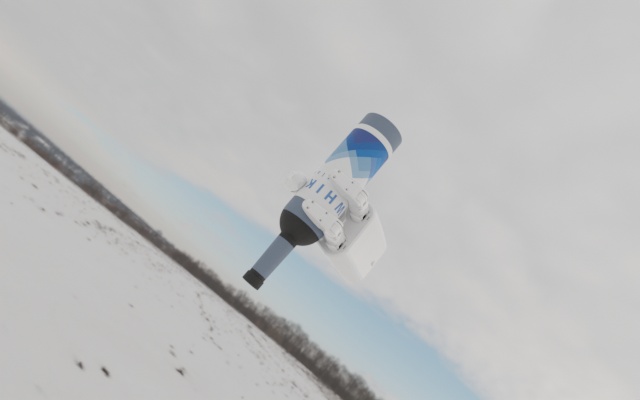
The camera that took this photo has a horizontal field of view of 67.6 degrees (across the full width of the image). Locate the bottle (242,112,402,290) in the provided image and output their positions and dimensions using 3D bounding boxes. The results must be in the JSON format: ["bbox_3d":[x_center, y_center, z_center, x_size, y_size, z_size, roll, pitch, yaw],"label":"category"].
[{"bbox_3d":[0.000,0.002,0.664,0.069,0.295,0.069,37,-16,12],"label":"bottle"}]
